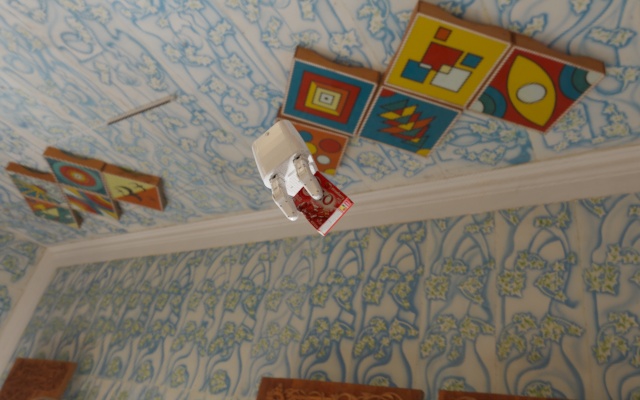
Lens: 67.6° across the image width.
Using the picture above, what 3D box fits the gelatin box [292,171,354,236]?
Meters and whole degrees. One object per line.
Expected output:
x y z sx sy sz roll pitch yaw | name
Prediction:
0.001 0.003 0.790 0.089 0.073 0.030 44 2 39 | gelatin box
